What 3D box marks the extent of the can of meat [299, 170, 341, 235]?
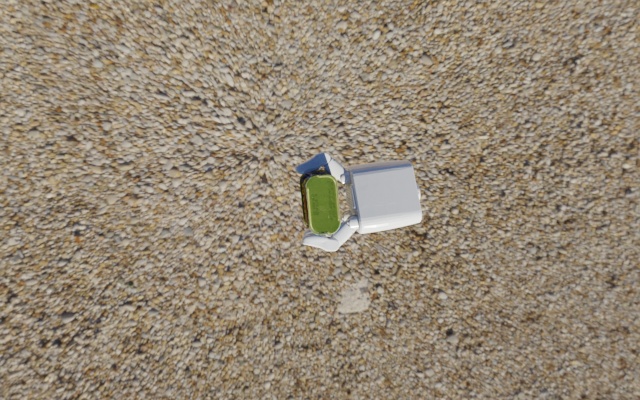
[{"bbox_3d":[0.000,0.003,0.786,0.057,0.102,0.084,-6,7,-6],"label":"can of meat"}]
